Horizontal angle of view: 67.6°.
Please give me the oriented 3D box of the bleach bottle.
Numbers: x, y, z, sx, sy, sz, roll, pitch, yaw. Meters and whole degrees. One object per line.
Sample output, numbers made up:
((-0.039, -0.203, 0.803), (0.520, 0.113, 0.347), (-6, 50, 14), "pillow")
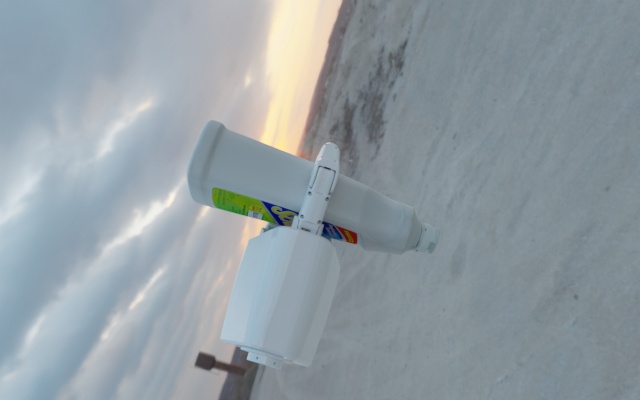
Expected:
((0.000, 0.002, 0.479), (0.251, 0.068, 0.103), (18, -21, -4), "bleach bottle")
